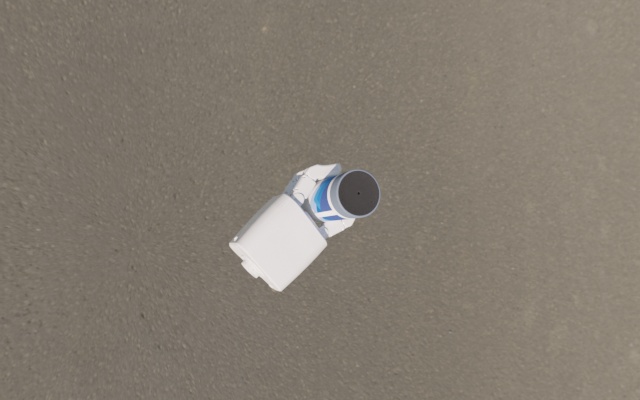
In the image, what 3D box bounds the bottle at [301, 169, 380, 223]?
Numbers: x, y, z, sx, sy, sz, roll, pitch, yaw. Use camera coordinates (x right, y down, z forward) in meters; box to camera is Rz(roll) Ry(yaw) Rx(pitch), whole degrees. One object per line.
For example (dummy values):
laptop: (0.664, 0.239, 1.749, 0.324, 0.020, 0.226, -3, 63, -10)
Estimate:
bottle: (0.000, 0.002, 0.784, 0.069, 0.069, 0.296, 0, -5, -21)
